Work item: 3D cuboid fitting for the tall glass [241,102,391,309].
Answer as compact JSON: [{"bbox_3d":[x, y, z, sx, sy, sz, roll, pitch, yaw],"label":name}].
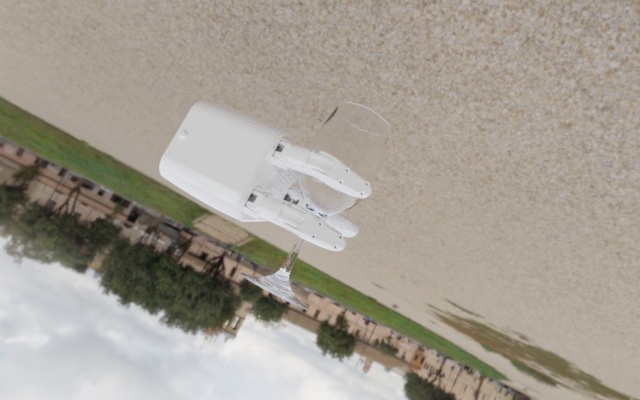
[{"bbox_3d":[0.000,0.002,0.481,0.079,0.201,0.079,27,-9,5],"label":"tall glass"}]
